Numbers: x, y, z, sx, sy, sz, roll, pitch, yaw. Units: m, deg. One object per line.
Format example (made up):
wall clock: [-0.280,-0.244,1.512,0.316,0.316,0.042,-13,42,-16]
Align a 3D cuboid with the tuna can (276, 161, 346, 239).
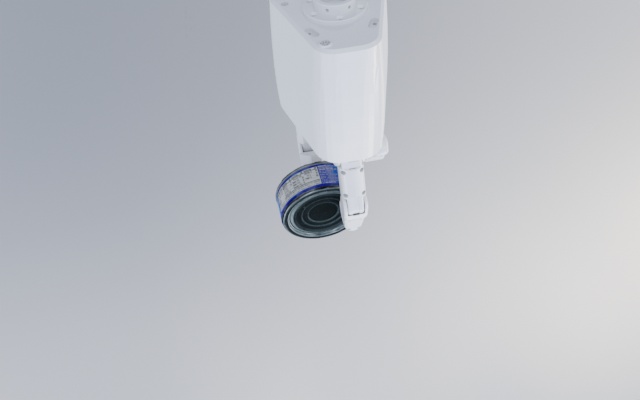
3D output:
tuna can: [0.000,0.002,0.478,0.086,0.033,0.086,-11,-37,-8]
